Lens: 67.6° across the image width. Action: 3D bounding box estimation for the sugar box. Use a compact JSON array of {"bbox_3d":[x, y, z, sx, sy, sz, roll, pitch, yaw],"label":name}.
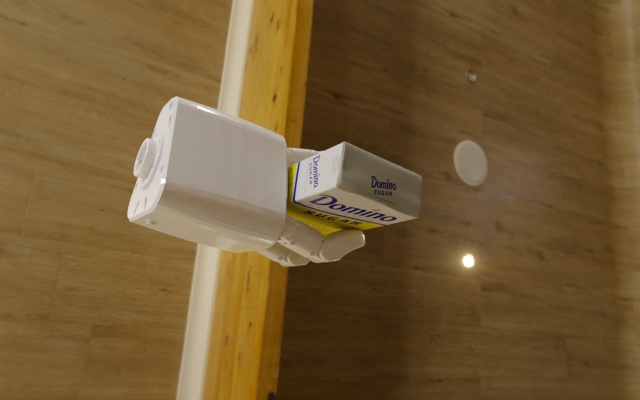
[{"bbox_3d":[0.000,0.002,0.455,0.093,0.048,0.176,19,-20,-32],"label":"sugar box"}]
